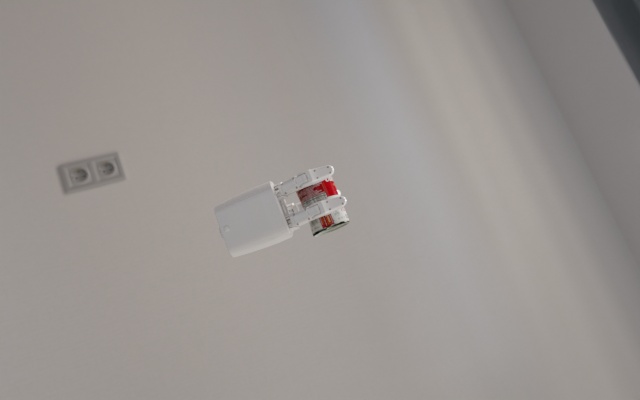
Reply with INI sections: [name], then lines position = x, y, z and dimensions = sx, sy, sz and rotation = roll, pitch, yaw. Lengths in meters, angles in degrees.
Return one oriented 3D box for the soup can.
[soup can]
position = 0.001, 0.003, 0.809
dimensions = 0.068, 0.102, 0.068
rotation = -21, -9, -3
